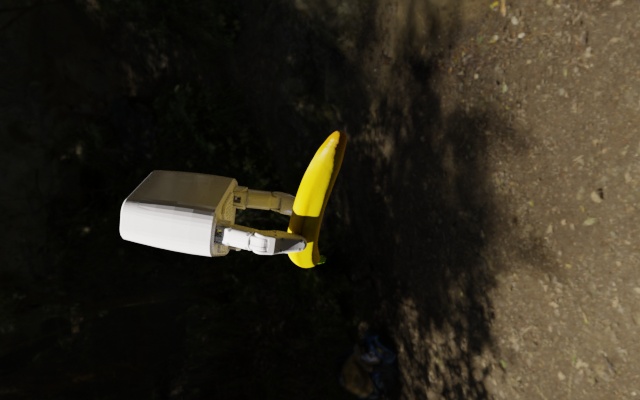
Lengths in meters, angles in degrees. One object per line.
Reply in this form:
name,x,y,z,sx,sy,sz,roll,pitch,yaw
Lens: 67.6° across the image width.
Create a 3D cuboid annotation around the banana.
banana,-0.009,0.014,0.558,0.037,0.198,0.069,23,39,16
